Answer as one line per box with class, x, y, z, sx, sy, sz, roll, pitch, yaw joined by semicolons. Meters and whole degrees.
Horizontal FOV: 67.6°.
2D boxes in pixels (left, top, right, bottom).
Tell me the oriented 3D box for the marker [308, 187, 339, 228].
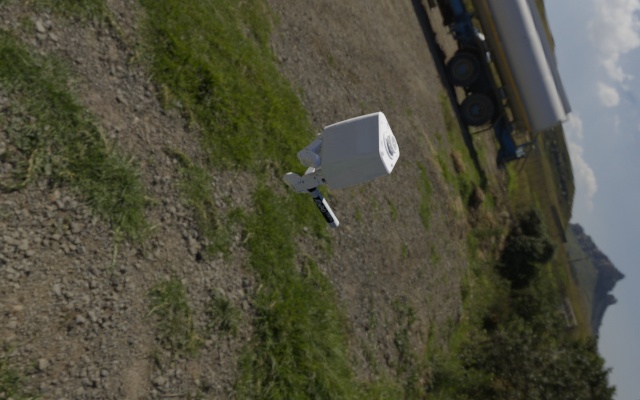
marker;0.000;0.003;0.861;0.020;0.121;0.020;-21;35;15
